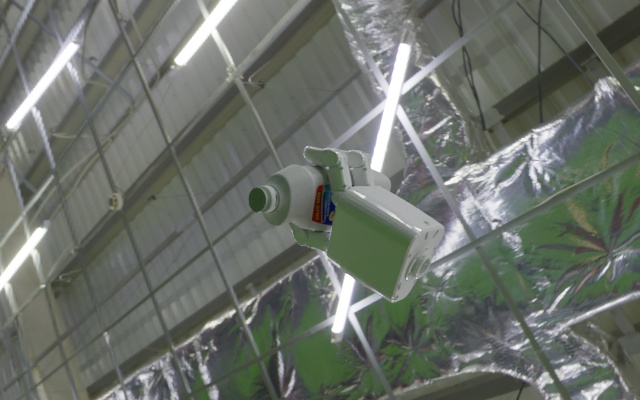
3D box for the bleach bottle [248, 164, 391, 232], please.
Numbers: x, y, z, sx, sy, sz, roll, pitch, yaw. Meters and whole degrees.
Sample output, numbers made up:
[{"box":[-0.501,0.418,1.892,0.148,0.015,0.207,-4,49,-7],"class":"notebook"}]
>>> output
[{"box":[0.000,0.002,0.641,0.068,0.102,0.251,32,20,31],"class":"bleach bottle"}]
